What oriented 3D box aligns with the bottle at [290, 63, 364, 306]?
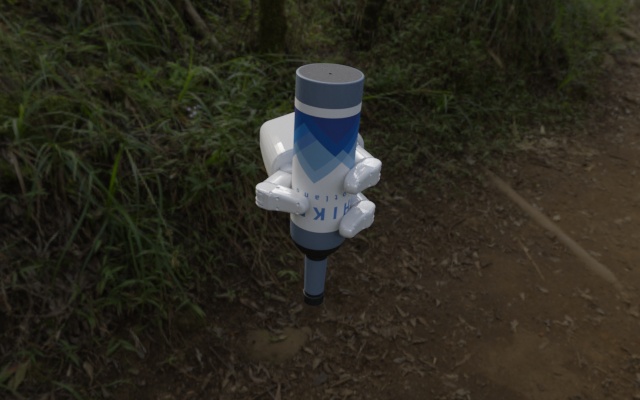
[{"bbox_3d":[0.000,0.002,0.538,0.069,0.296,0.069,3,32,-2],"label":"bottle"}]
